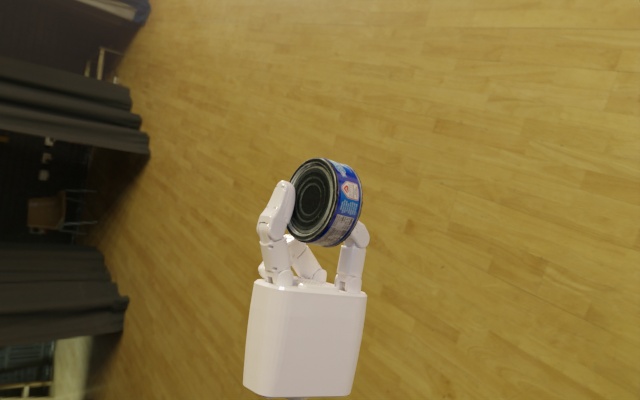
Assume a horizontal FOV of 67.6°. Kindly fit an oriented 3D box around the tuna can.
[{"bbox_3d":[0.000,0.001,0.469,0.034,0.086,0.086,15,-9,-38],"label":"tuna can"}]
